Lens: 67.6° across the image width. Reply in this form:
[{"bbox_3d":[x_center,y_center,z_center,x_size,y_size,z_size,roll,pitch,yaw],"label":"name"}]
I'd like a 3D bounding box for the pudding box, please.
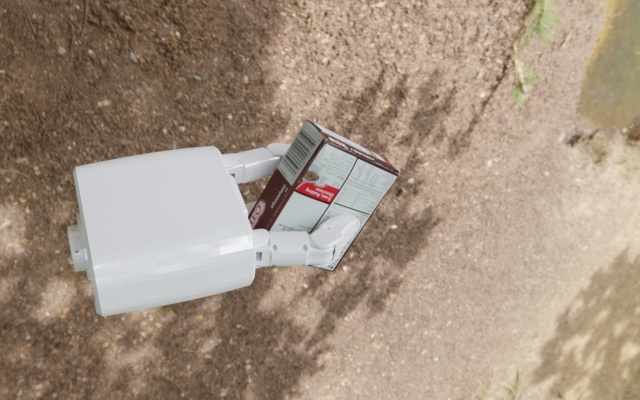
[{"bbox_3d":[0.000,0.001,0.402,0.090,0.113,0.039,20,22,-39],"label":"pudding box"}]
